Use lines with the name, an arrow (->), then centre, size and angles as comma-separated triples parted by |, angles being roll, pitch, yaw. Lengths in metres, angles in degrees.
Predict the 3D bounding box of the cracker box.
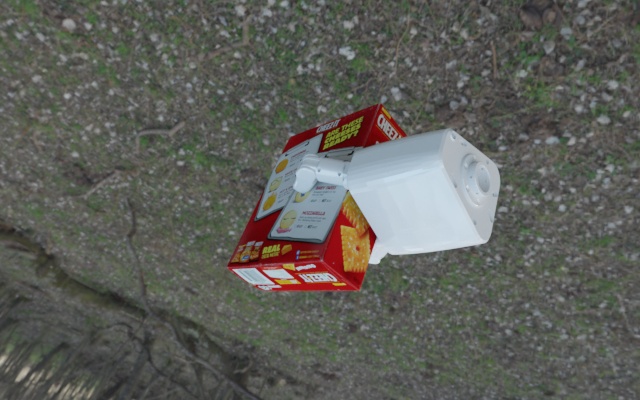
cracker box -> 0.000, 0.002, 0.572 | 0.164, 0.213, 0.072 | -12, -44, 44
